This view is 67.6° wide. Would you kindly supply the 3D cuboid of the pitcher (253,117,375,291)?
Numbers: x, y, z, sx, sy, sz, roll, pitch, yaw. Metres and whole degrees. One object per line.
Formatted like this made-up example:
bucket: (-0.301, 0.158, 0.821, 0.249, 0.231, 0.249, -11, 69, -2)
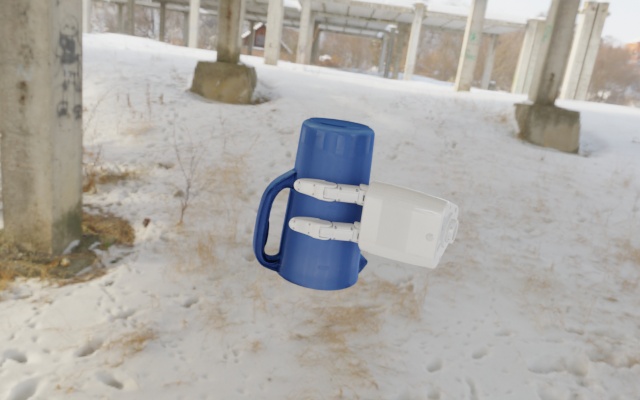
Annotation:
pitcher: (0.000, 0.002, 0.718, 0.145, 0.243, 0.149, 16, 17, 25)
